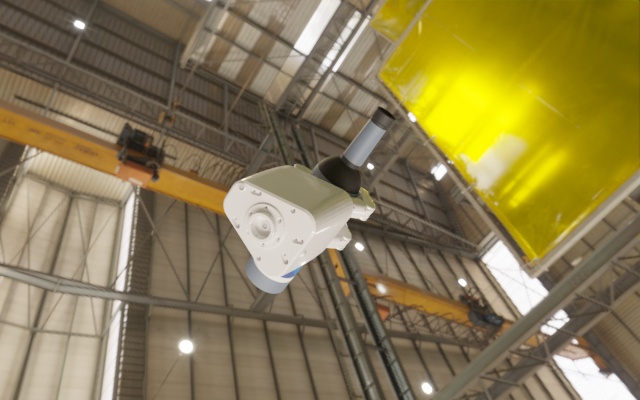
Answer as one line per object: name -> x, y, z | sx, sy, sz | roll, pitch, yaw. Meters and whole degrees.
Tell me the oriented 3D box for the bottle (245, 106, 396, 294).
bottle -> 0.000, 0.002, 0.637 | 0.069, 0.296, 0.069 | 30, 24, -15
